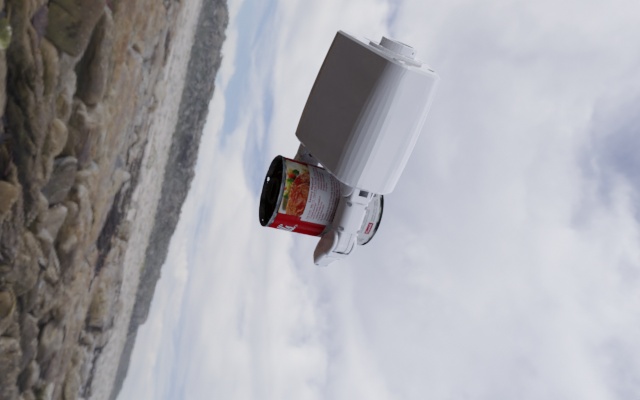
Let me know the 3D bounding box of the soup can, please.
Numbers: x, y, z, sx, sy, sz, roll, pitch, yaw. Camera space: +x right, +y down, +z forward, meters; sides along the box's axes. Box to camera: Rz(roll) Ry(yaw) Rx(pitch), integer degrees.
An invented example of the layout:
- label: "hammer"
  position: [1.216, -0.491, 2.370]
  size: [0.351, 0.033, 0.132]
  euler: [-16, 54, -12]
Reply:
- label: "soup can"
  position: [0.000, 0.002, 0.454]
  size: [0.102, 0.068, 0.068]
  euler: [13, -5, -21]
